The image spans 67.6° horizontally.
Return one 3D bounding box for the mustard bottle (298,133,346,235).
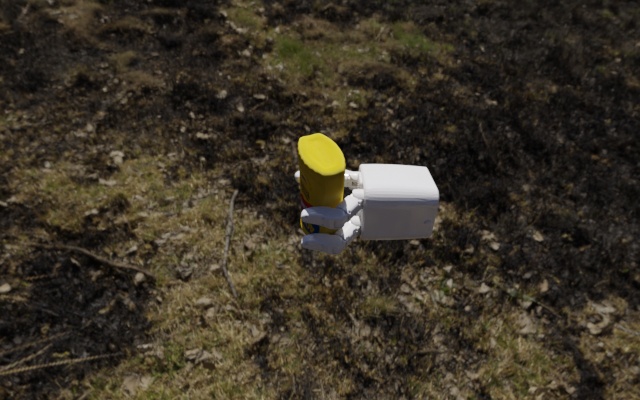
[{"bbox_3d":[0.000,0.002,0.714,0.058,0.192,0.096,-17,47,-17],"label":"mustard bottle"}]
